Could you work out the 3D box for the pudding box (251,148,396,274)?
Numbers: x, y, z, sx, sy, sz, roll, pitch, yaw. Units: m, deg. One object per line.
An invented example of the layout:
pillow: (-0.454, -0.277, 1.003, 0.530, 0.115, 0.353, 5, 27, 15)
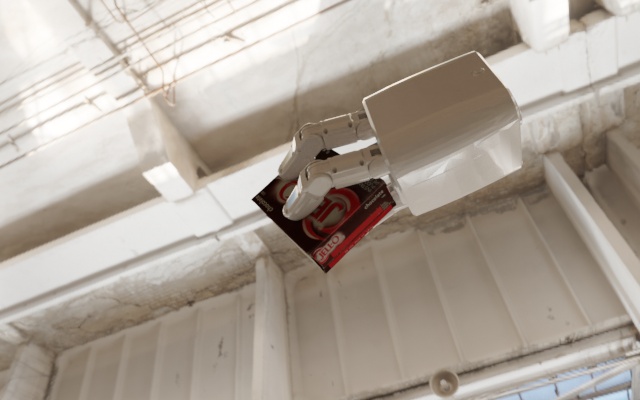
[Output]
pudding box: (0.000, 0.002, 0.442, 0.113, 0.090, 0.039, 37, -14, 49)
